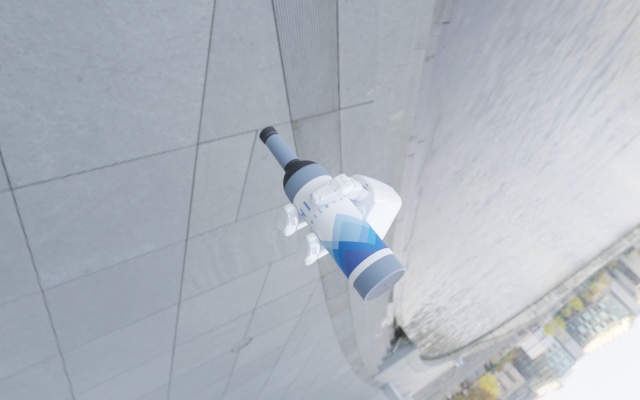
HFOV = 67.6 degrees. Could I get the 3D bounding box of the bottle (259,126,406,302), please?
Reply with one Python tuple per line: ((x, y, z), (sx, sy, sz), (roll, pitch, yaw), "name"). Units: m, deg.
((0.000, 0.002, 0.664), (0.069, 0.295, 0.069), (-30, -26, -16), "bottle")
